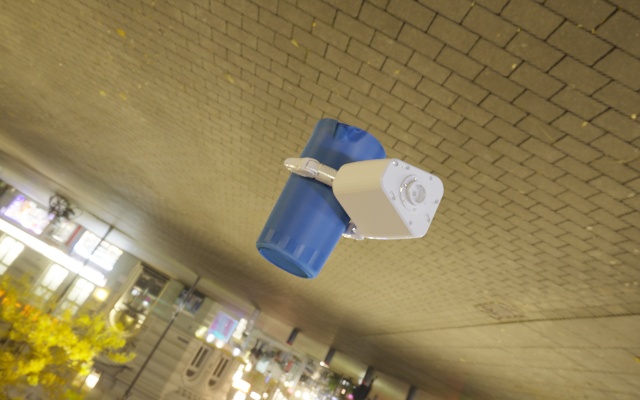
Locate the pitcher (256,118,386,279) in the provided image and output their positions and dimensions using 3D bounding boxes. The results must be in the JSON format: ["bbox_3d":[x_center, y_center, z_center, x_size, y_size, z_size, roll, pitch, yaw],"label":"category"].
[{"bbox_3d":[0.000,0.003,0.779,0.149,0.242,0.145,40,-22,-28],"label":"pitcher"}]
